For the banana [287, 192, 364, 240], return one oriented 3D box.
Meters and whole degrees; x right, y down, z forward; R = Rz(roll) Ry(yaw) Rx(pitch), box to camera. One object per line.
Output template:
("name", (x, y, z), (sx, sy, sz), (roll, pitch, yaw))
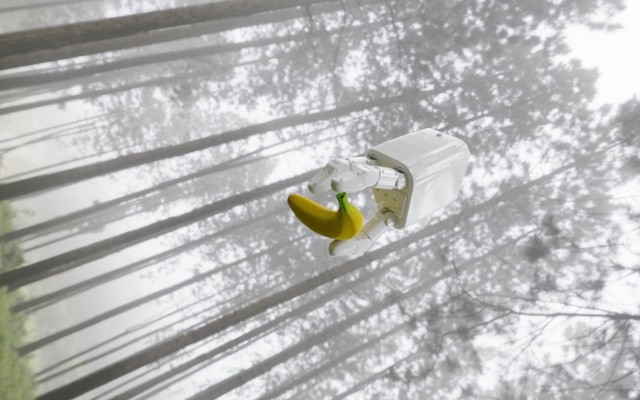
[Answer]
("banana", (0.009, 0.019, 0.627), (0.037, 0.069, 0.198), (-27, 9, -21))
